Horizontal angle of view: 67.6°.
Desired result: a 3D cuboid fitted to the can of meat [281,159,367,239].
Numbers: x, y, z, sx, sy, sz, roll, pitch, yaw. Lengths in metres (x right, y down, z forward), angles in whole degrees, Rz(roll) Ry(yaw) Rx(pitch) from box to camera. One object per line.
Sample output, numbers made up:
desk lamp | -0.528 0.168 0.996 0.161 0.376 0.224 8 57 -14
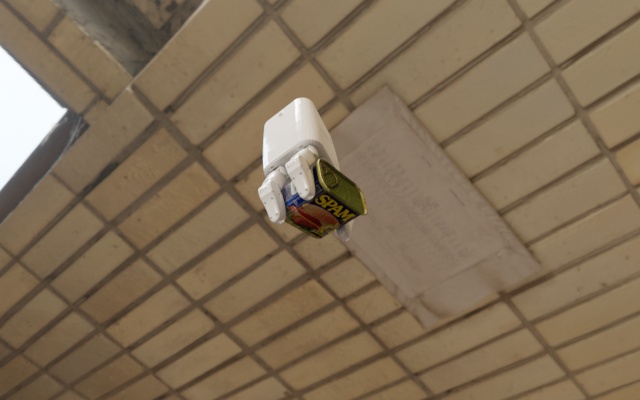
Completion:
can of meat | 0.000 0.002 0.658 0.084 0.057 0.102 -33 -45 25
